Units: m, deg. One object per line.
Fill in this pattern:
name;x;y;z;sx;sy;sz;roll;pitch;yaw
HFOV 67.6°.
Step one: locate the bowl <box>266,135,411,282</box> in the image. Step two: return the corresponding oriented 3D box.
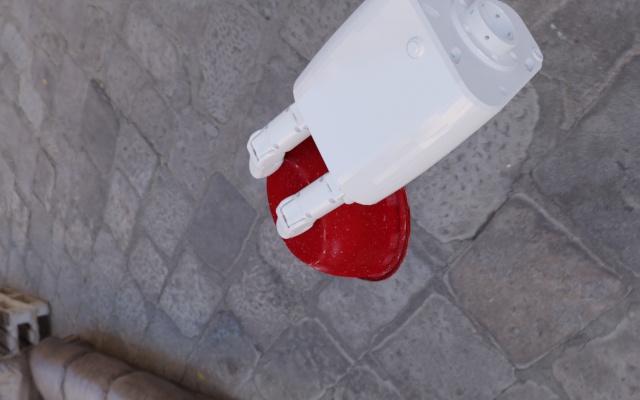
bowl;-0.001;0.002;0.401;0.055;0.162;0.162;-20;10;-29
